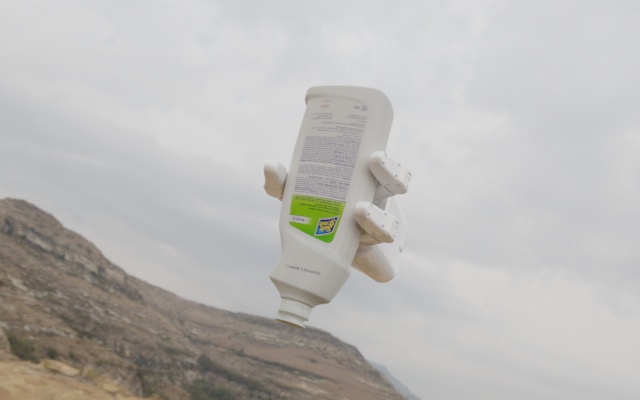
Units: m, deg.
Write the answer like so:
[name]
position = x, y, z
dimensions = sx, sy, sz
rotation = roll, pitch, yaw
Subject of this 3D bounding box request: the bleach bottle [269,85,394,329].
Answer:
[bleach bottle]
position = 0.000, 0.002, 0.488
dimensions = 0.102, 0.250, 0.068
rotation = 7, -23, 26
